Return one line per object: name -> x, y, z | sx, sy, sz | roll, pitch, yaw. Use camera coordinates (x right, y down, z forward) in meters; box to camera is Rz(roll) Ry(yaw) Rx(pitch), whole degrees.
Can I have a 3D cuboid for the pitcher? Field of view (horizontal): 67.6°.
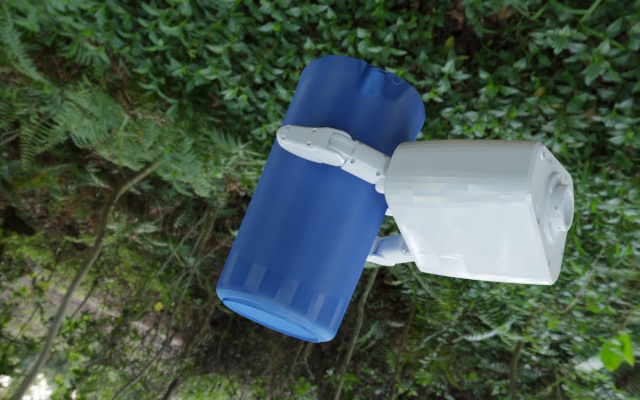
pitcher -> 0.000, 0.001, 0.453 | 0.145, 0.242, 0.149 | 4, -28, 38
